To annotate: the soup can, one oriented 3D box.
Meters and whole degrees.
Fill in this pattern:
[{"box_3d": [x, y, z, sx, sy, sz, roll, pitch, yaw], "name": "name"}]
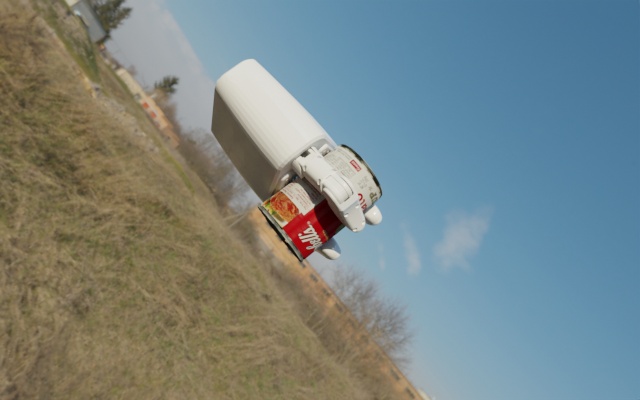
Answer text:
[{"box_3d": [0.001, 0.002, 0.461, 0.102, 0.068, 0.068, -38, 7, -9], "name": "soup can"}]
